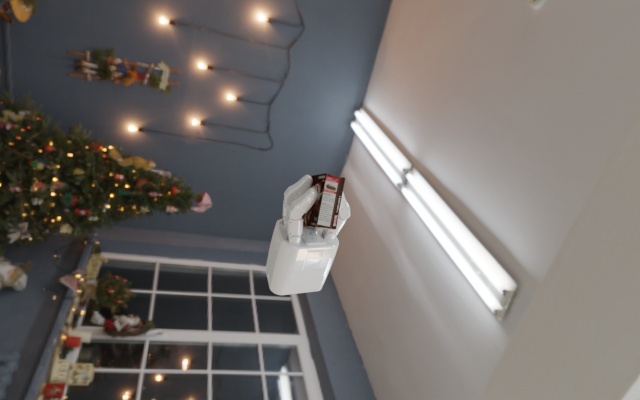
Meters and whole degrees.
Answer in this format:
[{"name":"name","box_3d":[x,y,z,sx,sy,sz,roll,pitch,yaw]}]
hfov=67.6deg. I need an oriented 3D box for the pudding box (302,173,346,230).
[{"name":"pudding box","box_3d":[0.000,0.003,0.811,0.039,0.090,0.113,11,-4,-19]}]
